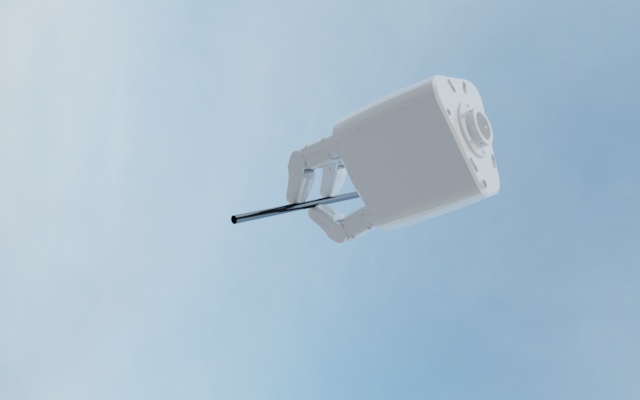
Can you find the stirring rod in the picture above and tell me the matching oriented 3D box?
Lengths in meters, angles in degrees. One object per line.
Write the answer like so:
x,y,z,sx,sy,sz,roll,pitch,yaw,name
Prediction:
0.000,0.002,0.510,0.011,0.011,0.239,0,7,40,stirring rod
